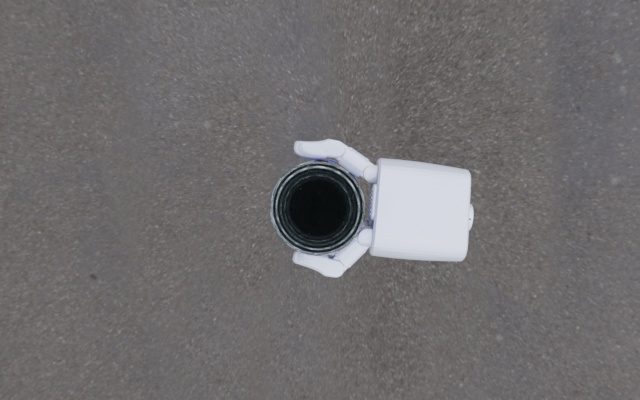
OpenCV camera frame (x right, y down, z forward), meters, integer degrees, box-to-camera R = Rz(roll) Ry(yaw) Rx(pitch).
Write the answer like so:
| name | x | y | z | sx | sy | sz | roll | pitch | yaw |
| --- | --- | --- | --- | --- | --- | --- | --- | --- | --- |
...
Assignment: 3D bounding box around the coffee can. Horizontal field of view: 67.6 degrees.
| name | x | y | z | sx | sy | sz | roll | pitch | yaw |
| --- | --- | --- | --- | --- | --- | --- | --- | --- | --- |
| coffee can | 0.000 | 0.002 | 0.576 | 0.103 | 0.103 | 0.140 | 0 | 6 | 3 |
